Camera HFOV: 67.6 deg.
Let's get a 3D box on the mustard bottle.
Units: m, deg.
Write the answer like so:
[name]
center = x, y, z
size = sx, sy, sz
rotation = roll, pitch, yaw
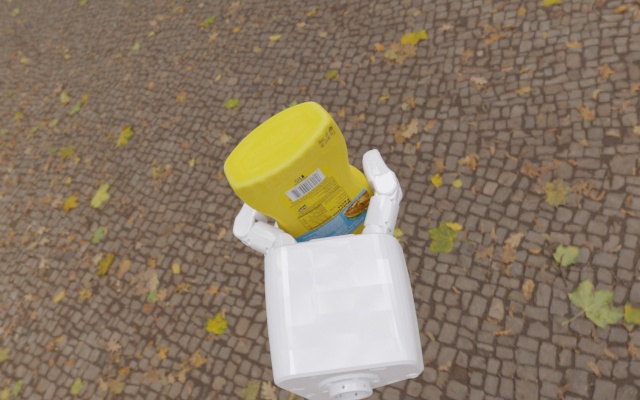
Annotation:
[mustard bottle]
center = 0.000, 0.001, 0.443
size = 0.096, 0.058, 0.192
rotation = -37, -38, 1
